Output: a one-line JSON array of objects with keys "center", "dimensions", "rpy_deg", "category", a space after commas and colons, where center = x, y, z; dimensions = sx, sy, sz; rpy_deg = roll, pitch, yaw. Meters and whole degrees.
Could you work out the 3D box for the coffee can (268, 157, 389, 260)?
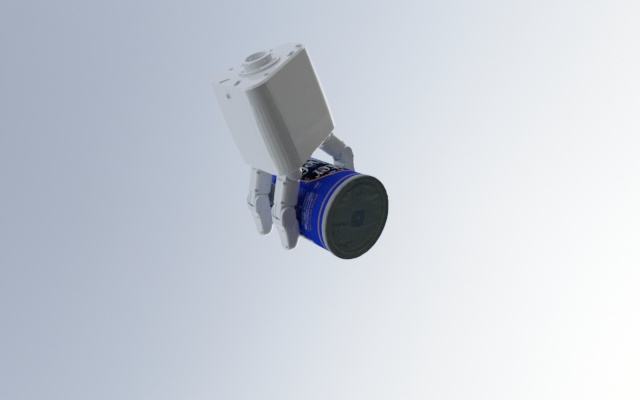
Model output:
[{"center": [0.000, 0.002, 0.600], "dimensions": [0.103, 0.103, 0.140], "rpy_deg": [0, 16, -42], "category": "coffee can"}]
